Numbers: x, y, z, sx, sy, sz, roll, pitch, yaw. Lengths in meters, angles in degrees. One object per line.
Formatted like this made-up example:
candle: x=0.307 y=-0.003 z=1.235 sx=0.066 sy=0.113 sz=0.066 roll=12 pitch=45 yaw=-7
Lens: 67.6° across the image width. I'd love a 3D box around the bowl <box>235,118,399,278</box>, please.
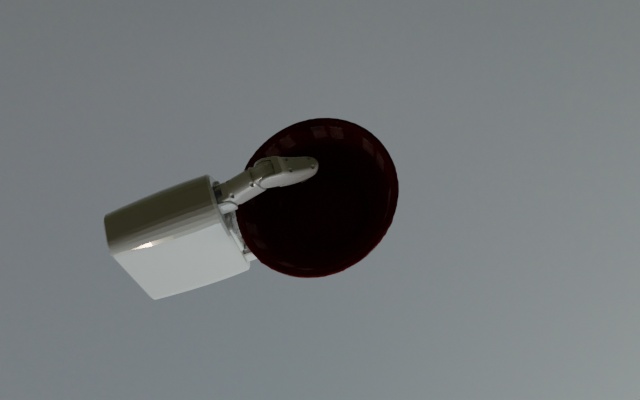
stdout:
bowl: x=0.001 y=0.001 z=0.474 sx=0.162 sy=0.162 sz=0.055 roll=0 pitch=-19 yaw=18
